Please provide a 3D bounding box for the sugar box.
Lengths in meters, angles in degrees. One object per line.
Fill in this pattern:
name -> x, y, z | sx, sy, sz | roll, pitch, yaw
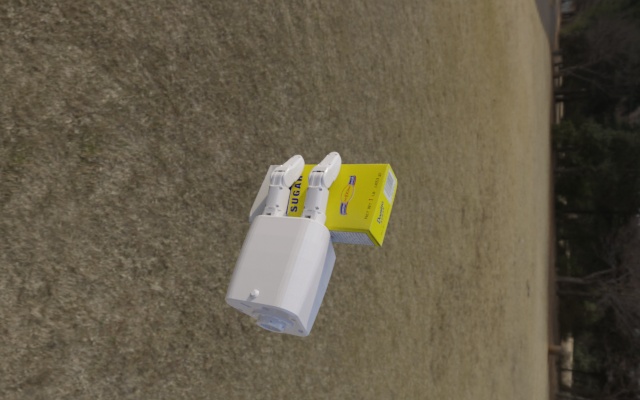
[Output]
sugar box -> 0.000, 0.002, 0.593 | 0.176, 0.093, 0.048 | 3, -31, 29
